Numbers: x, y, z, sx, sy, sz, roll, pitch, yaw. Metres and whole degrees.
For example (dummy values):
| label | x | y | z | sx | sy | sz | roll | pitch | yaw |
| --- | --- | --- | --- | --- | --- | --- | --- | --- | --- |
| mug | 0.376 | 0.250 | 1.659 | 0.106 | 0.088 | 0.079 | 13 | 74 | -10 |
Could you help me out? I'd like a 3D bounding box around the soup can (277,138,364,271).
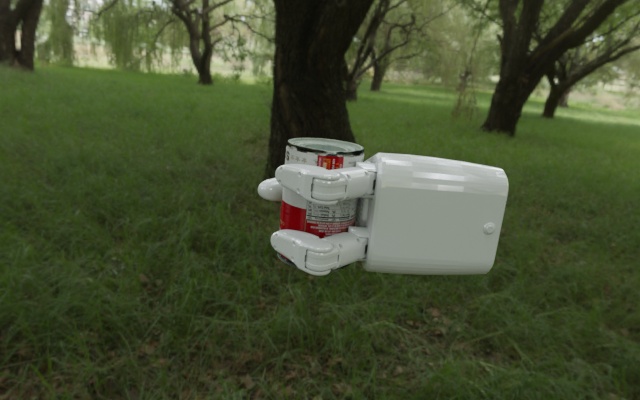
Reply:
| label | x | y | z | sx | sy | sz | roll | pitch | yaw |
| --- | --- | --- | --- | --- | --- | --- | --- | --- | --- |
| soup can | 0.000 | 0.001 | 0.414 | 0.068 | 0.102 | 0.068 | 5 | 15 | -1 |
